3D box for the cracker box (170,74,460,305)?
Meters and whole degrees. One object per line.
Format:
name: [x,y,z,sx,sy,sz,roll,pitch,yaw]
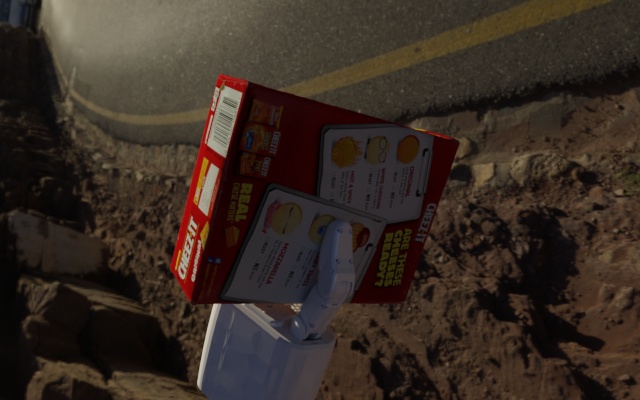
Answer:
cracker box: [0.000,0.001,0.406,0.214,0.164,0.072,8,15,-35]
